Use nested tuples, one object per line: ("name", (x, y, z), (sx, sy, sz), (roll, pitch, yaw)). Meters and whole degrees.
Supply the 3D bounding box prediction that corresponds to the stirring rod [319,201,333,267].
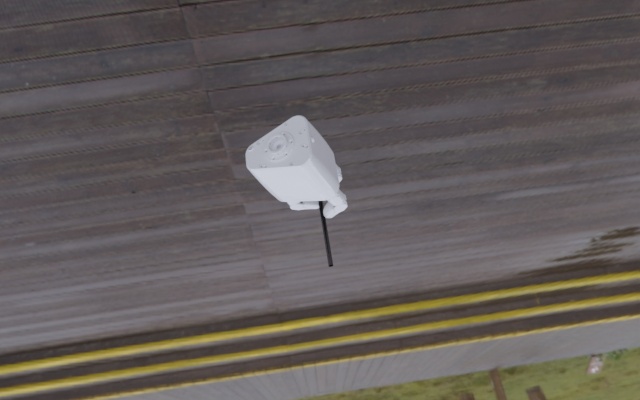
("stirring rod", (0.000, 0.003, 0.837), (0.011, 0.239, 0.011), (-7, -29, -4))
